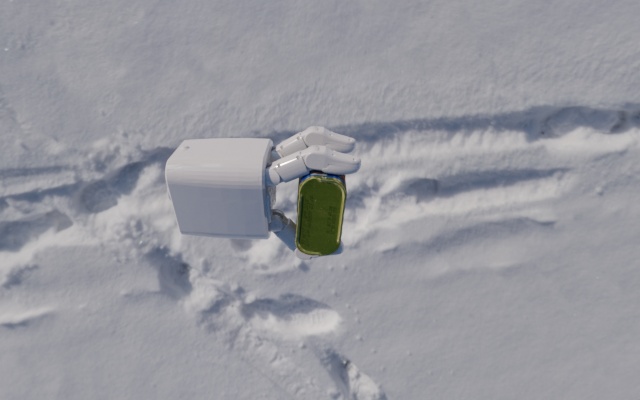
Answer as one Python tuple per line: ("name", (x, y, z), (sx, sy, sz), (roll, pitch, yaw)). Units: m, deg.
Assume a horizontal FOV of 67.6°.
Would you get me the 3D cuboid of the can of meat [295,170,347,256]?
("can of meat", (0.000, 0.002, 0.554), (0.057, 0.102, 0.084), (4, 26, -1))
